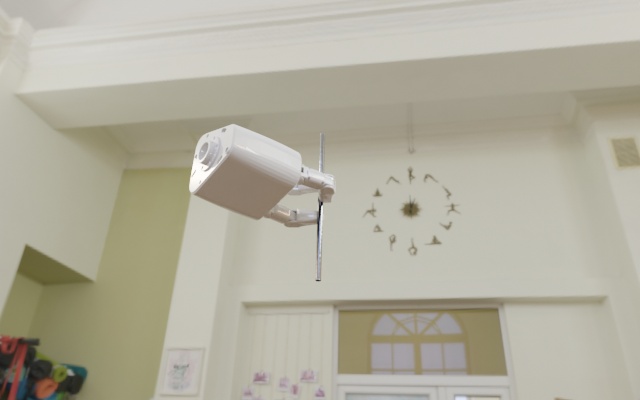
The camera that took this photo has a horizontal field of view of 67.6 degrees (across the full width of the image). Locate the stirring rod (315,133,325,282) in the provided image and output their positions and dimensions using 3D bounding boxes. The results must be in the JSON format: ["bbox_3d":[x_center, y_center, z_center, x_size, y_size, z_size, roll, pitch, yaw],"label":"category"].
[{"bbox_3d":[0.000,0.002,0.705,0.011,0.239,0.011,1,-27,1],"label":"stirring rod"}]
